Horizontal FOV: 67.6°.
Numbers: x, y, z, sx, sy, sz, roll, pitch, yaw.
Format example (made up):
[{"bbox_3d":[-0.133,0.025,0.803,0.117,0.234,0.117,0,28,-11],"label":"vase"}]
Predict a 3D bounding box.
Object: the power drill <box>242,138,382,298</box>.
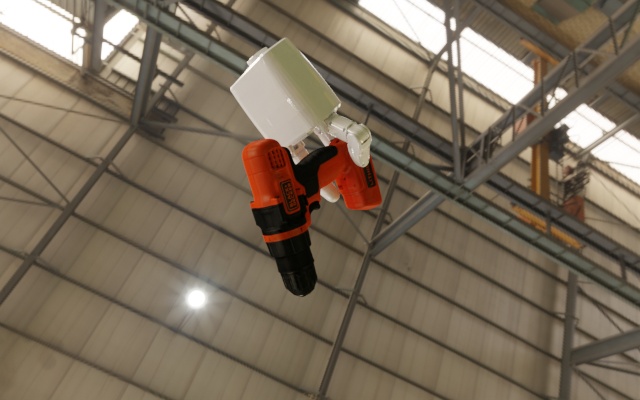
[{"bbox_3d":[0.000,0.002,0.587,0.057,0.184,0.187,-7,12,41],"label":"power drill"}]
